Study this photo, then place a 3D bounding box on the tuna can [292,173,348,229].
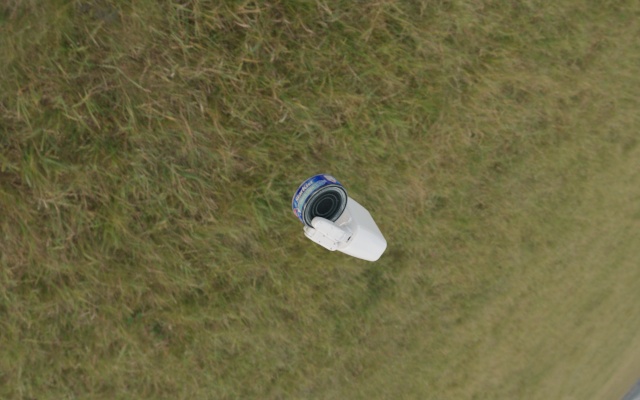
[{"bbox_3d":[0.000,0.003,0.751,0.086,0.086,0.033,0,32,-37],"label":"tuna can"}]
